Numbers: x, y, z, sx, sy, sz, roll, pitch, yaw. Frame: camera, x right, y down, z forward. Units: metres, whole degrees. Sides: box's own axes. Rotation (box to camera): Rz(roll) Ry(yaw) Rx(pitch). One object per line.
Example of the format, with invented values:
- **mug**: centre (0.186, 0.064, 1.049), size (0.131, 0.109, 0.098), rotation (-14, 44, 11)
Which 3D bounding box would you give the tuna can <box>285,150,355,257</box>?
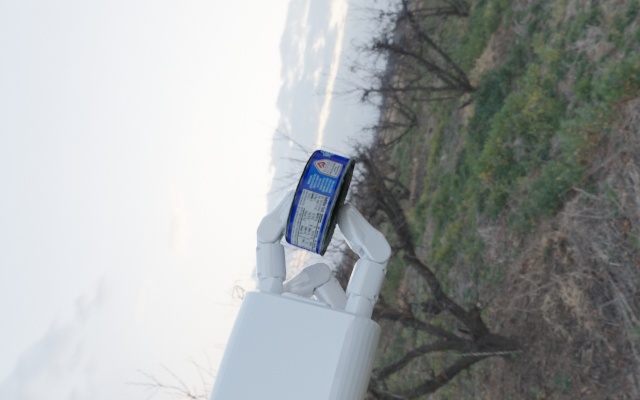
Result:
- **tuna can**: centre (0.000, 0.001, 0.402), size (0.034, 0.086, 0.086), rotation (18, 2, 7)
